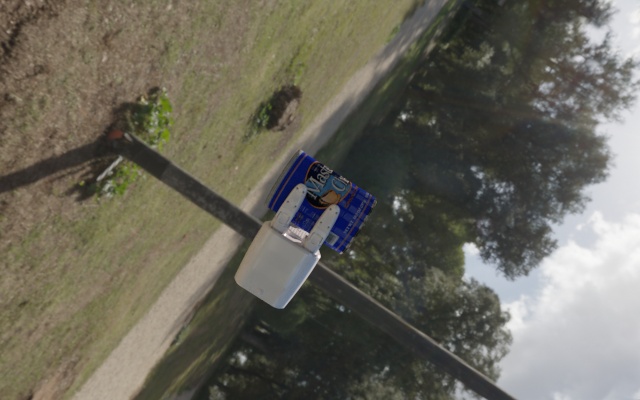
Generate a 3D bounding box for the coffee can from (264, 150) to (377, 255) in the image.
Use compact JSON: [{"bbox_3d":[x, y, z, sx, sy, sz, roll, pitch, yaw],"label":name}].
[{"bbox_3d":[0.000,0.002,0.730,0.140,0.103,0.103,32,0,0],"label":"coffee can"}]
